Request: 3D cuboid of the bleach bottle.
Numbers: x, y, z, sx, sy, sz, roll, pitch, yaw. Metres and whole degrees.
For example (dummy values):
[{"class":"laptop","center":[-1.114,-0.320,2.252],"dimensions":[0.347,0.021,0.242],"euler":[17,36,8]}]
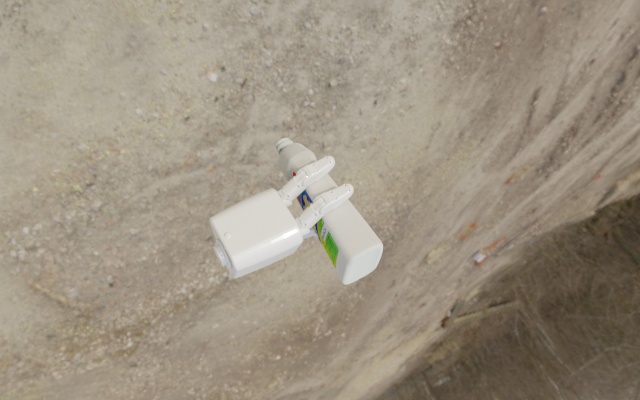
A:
[{"class":"bleach bottle","center":[0.000,0.002,0.750],"dimensions":[0.068,0.250,0.103],"euler":[-25,-28,-18]}]
